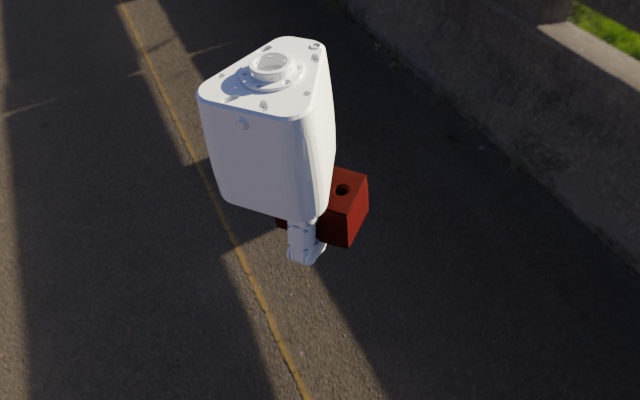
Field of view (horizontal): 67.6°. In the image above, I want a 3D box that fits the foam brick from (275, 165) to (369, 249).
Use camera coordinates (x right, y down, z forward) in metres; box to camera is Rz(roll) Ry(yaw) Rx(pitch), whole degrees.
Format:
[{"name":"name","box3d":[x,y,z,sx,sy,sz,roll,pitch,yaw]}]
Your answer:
[{"name":"foam brick","box3d":[0.000,0.002,0.445,0.078,0.053,0.051,16,-39,18]}]
